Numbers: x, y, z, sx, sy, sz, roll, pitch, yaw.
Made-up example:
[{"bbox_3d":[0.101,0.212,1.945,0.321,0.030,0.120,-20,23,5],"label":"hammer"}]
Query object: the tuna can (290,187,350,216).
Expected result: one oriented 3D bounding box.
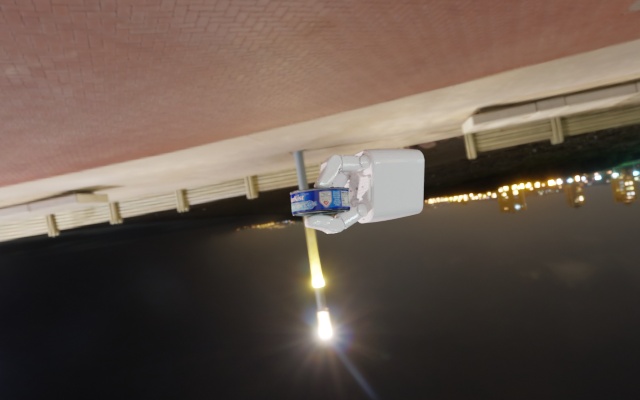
[{"bbox_3d":[0.000,0.003,0.688,0.086,0.033,0.086,-5,-5,0],"label":"tuna can"}]
